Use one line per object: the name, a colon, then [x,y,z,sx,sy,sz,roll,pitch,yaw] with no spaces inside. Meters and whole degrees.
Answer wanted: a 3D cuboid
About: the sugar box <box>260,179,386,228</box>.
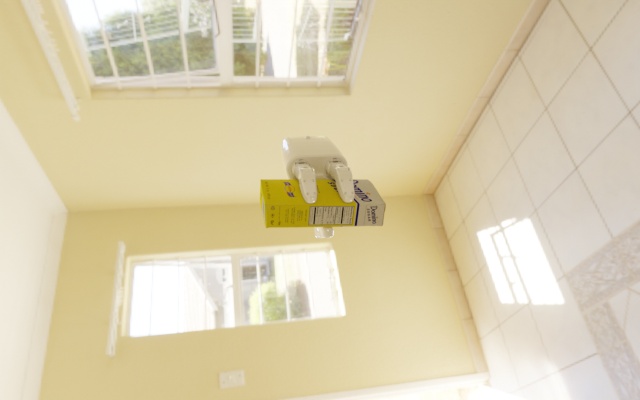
sugar box: [0.000,0.002,0.719,0.176,0.048,0.093,-3,27,-11]
